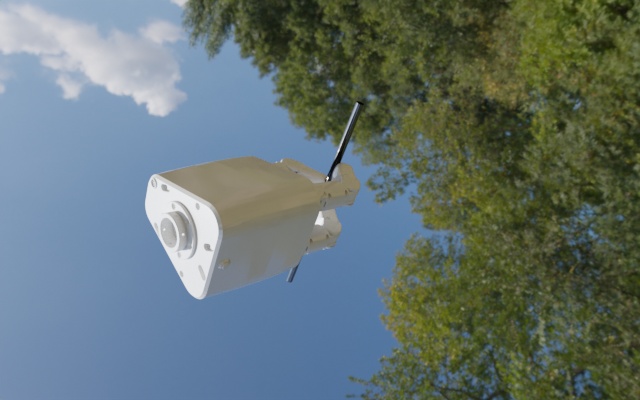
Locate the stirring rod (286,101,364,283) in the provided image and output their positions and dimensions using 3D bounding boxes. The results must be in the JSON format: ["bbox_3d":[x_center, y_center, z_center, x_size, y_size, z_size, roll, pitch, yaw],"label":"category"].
[{"bbox_3d":[0.000,0.002,0.524,0.011,0.240,0.011,16,31,-10],"label":"stirring rod"}]
